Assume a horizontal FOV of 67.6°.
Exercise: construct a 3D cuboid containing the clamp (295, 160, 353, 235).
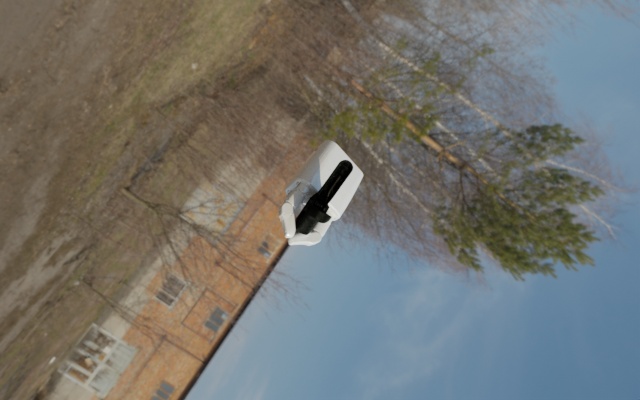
[{"bbox_3d":[0.001,0.003,0.800,0.039,0.120,0.171,37,-25,-9],"label":"clamp"}]
